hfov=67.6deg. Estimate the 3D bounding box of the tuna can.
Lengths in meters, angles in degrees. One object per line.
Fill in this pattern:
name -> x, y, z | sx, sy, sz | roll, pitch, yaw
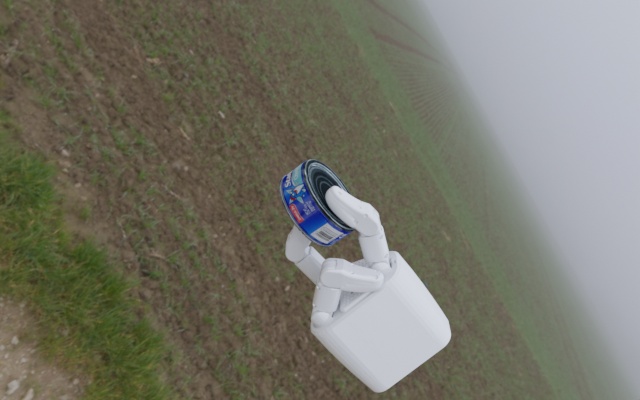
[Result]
tuna can -> 0.000, 0.001, 0.480 | 0.034, 0.086, 0.086 | -34, -16, 24
